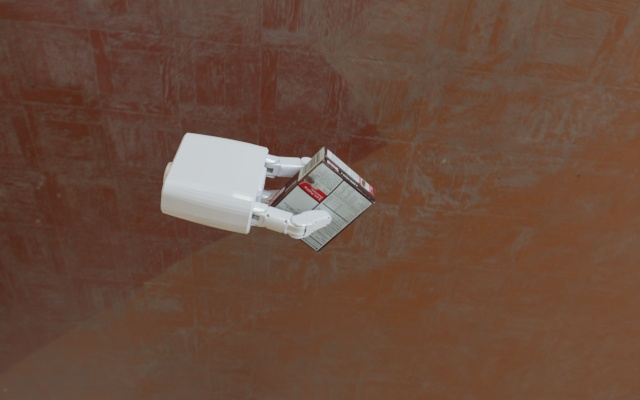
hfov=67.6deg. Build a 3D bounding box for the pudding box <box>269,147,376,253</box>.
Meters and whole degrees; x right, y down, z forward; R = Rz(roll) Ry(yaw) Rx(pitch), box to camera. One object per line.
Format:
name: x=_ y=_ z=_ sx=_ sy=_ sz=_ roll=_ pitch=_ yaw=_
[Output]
pudding box: x=0.000 y=0.002 z=0.609 sx=0.090 sy=0.113 sz=0.039 roll=38 pitch=29 yaw=-18
